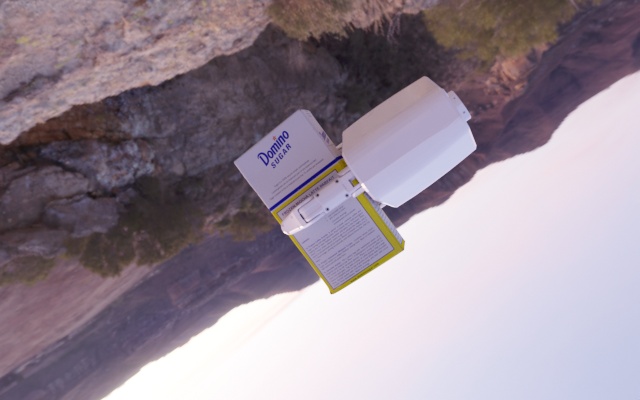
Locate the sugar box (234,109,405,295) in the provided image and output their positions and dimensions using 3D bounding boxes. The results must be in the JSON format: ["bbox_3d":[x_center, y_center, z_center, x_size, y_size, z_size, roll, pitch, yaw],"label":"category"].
[{"bbox_3d":[0.000,0.002,0.502,0.093,0.176,0.048,-35,-1,15],"label":"sugar box"}]
